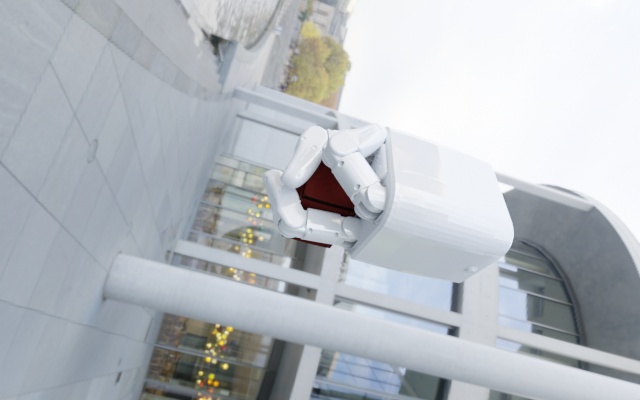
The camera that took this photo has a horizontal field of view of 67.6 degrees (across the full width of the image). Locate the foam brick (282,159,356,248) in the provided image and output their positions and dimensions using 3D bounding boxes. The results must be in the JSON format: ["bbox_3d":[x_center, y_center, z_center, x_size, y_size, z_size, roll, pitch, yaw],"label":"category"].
[{"bbox_3d":[0.000,0.001,0.439,0.051,0.053,0.078,15,-32,-11],"label":"foam brick"}]
